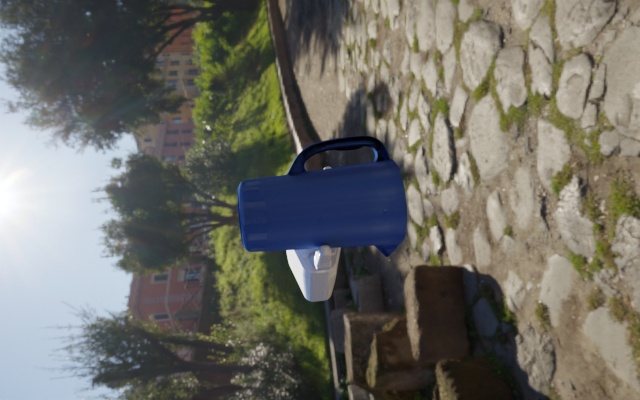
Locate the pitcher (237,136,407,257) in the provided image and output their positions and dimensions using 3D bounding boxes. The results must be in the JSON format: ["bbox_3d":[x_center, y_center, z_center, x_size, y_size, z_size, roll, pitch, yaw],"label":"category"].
[{"bbox_3d":[0.000,0.003,0.724,0.243,0.149,0.145,-5,-39,-6],"label":"pitcher"}]
